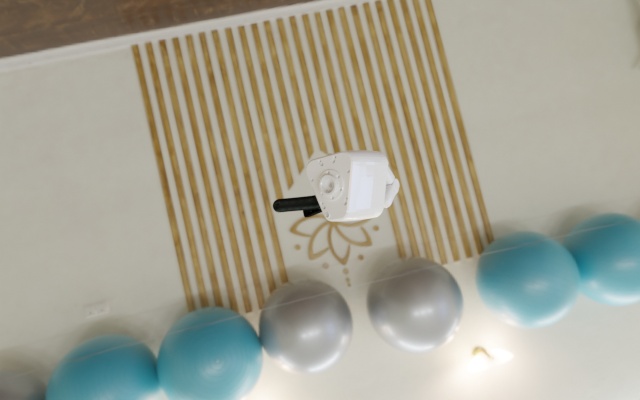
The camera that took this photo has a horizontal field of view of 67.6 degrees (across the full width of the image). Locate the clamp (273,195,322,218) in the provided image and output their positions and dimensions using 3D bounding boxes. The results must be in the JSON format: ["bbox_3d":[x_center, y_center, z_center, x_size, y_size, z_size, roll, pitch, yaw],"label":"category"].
[{"bbox_3d":[0.000,0.003,0.883,0.171,0.039,0.120,-17,-10,36],"label":"clamp"}]
